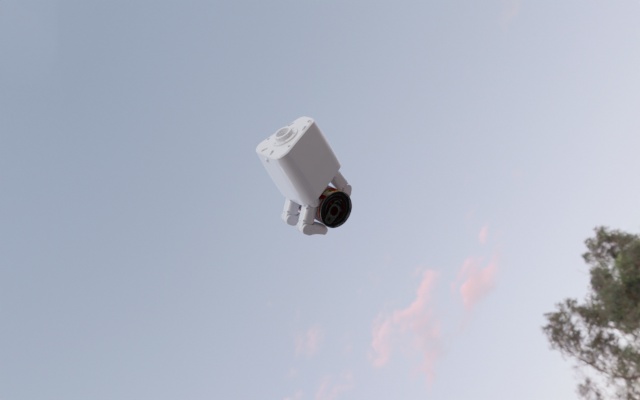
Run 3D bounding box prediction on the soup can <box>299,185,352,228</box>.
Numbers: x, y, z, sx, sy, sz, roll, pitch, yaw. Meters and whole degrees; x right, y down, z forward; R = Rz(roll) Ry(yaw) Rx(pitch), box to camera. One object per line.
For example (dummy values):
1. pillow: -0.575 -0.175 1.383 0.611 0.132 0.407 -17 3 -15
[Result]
1. soup can: 0.000 0.003 0.872 0.068 0.068 0.102 0 16 -35
